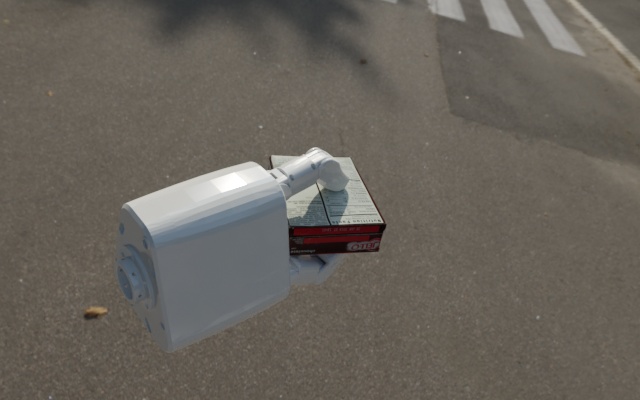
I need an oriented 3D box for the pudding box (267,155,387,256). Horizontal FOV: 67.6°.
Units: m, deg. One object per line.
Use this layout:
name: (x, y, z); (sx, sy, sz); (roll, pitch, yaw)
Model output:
pudding box: (0.000, 0.001, 0.448); (0.090, 0.039, 0.113); (0, 39, -17)
